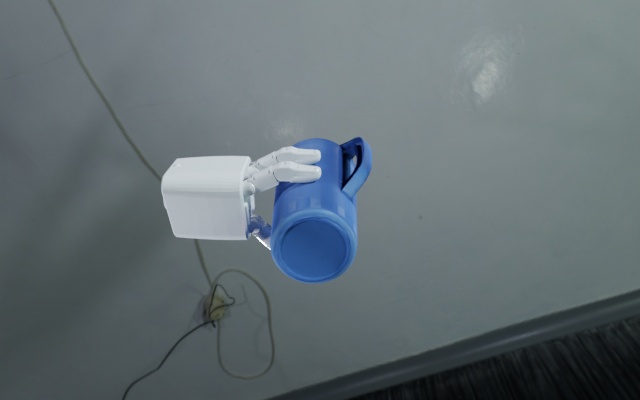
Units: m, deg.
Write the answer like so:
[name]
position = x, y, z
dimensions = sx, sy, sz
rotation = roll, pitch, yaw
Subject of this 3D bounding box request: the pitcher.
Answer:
[pitcher]
position = 0.000, 0.002, 0.684
dimensions = 0.145, 0.149, 0.242
rotation = 3, 25, -1
